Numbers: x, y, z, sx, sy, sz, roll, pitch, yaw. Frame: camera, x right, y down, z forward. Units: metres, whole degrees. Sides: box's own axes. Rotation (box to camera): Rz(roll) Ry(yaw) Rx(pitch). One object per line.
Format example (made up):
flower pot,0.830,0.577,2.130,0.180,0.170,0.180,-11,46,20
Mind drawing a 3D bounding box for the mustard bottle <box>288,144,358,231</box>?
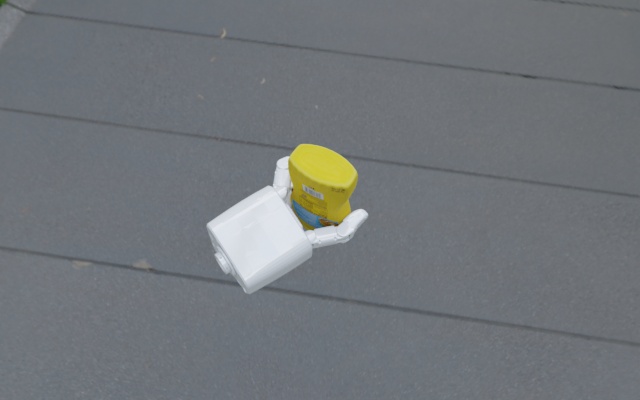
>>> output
mustard bottle,0.000,0.002,0.714,0.096,0.058,0.192,26,-30,14
